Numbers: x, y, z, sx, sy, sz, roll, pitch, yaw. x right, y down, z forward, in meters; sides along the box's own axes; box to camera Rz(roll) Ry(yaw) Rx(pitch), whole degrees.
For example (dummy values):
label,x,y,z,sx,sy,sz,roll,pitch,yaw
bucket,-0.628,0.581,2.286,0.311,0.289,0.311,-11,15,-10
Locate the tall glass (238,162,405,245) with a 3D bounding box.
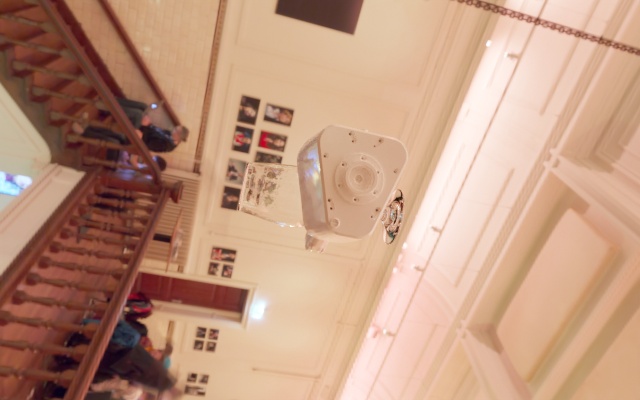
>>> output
label,x,y,z,sx,sy,sz,roll,pitch,yaw
tall glass,0.001,0.002,0.608,0.201,0.079,0.079,11,-2,-10
